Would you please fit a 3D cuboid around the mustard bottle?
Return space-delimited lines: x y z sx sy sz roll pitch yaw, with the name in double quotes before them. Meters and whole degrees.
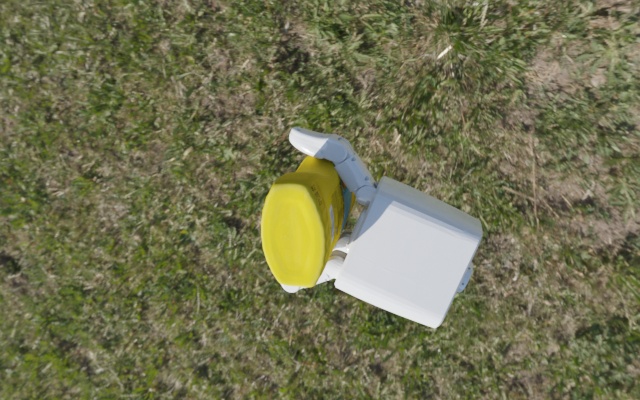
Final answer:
"mustard bottle" 0.000 0.002 0.478 0.058 0.096 0.191 0 19 15
